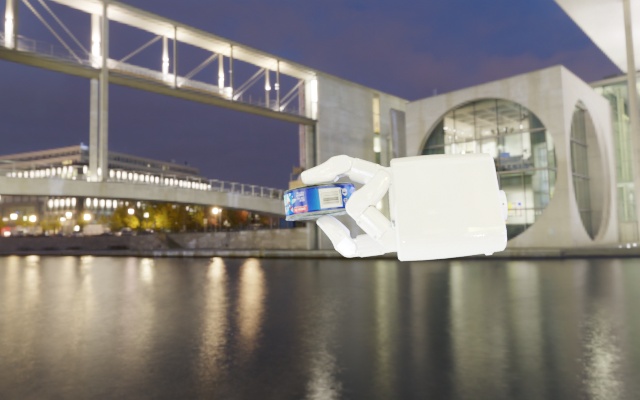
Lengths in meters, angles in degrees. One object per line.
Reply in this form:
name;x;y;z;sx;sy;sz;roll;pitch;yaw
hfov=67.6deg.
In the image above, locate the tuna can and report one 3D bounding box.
tuna can;0.000;0.001;0.563;0.086;0.033;0.086;-7;-5;-1
